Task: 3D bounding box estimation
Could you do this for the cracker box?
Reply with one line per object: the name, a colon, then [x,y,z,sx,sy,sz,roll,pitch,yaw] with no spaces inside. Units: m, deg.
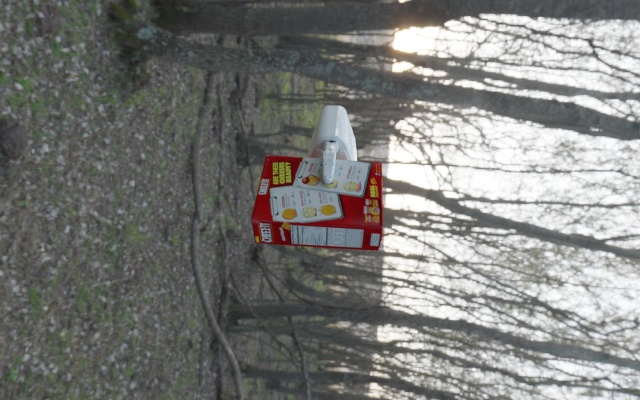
cracker box: [0.000,0.003,0.835,0.214,0.164,0.072,3,-44,3]
